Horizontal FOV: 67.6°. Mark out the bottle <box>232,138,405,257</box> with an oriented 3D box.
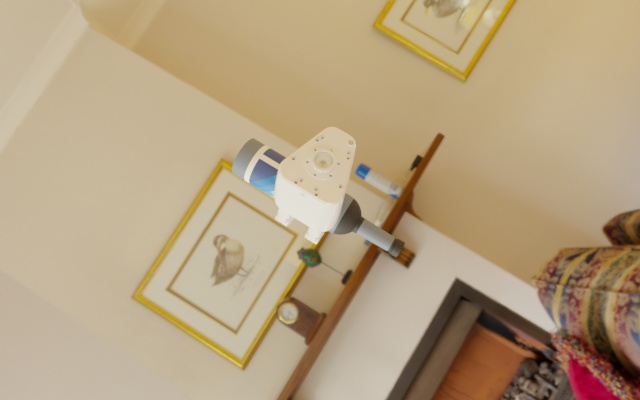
[{"bbox_3d":[0.000,0.002,0.762,0.295,0.069,0.069,31,3,6],"label":"bottle"}]
